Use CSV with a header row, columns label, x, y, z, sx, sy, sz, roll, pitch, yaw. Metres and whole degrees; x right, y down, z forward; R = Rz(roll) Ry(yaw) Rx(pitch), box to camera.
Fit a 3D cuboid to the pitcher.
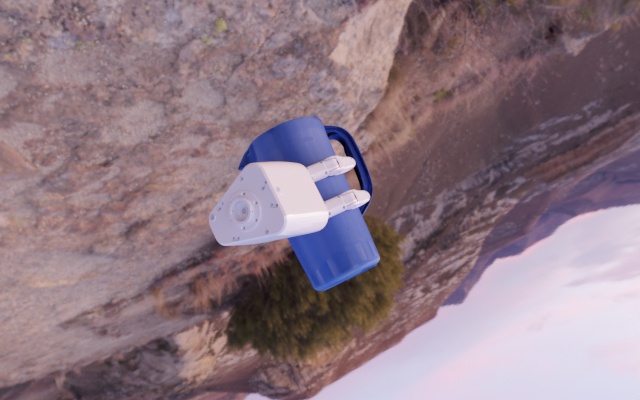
label,x,y,z,sx,sy,sz,roll,pitch,yaw
pitcher,0.000,0.002,0.724,0.149,0.242,0.145,-31,-12,23
